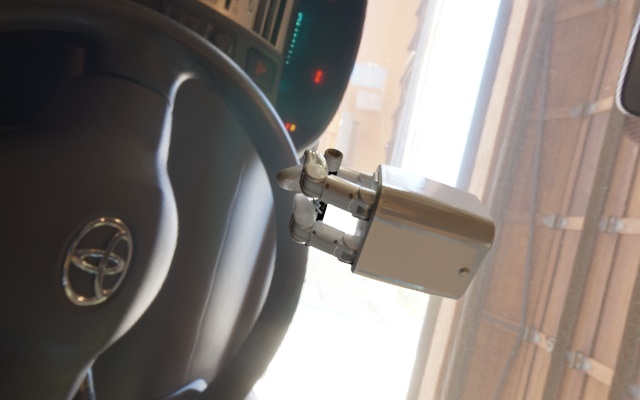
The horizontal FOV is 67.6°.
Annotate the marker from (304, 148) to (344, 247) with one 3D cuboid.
[{"bbox_3d":[0.000,0.002,0.489,0.020,0.121,0.020,10,37,-8],"label":"marker"}]
